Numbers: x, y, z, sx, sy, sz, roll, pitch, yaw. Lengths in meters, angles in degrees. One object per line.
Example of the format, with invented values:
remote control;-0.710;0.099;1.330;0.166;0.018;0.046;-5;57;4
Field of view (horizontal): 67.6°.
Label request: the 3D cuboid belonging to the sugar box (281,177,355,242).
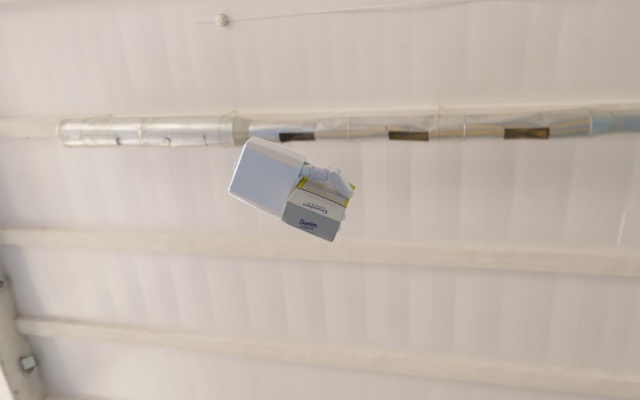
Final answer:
sugar box;0.000;0.003;0.824;0.093;0.048;0.176;22;26;4
